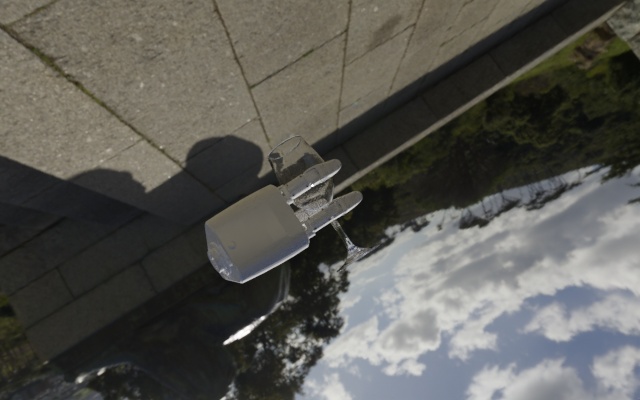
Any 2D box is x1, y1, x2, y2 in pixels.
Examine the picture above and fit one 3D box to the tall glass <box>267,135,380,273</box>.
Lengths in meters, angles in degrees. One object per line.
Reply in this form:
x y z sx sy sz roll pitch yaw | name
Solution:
0.001 0.003 0.704 0.079 0.201 0.079 -33 -8 -5 | tall glass
